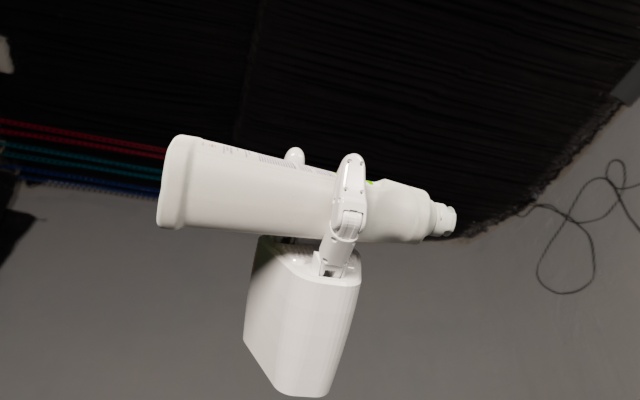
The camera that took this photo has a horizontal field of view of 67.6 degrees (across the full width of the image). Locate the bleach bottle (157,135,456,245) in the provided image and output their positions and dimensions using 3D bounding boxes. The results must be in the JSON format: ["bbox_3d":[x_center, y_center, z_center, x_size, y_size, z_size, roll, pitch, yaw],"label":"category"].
[{"bbox_3d":[0.000,0.001,0.403,0.251,0.068,0.102,10,11,-14],"label":"bleach bottle"}]
